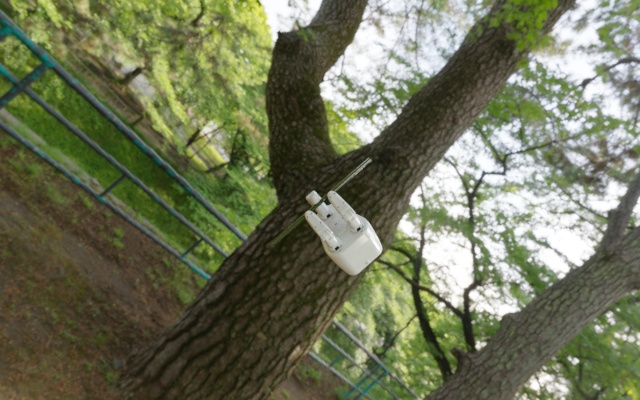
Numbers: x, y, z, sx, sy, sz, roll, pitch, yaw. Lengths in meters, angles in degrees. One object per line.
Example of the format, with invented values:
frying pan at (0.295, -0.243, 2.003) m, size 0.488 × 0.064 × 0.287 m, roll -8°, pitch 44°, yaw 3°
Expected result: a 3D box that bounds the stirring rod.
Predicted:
stirring rod at (0.000, 0.003, 0.868) m, size 0.239 × 0.011 × 0.011 m, roll -41°, pitch 2°, yaw -2°
